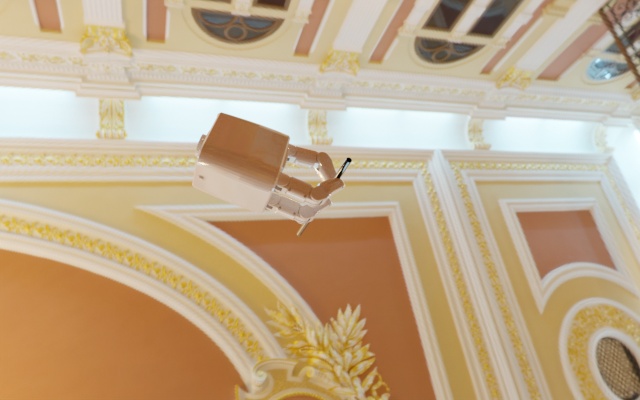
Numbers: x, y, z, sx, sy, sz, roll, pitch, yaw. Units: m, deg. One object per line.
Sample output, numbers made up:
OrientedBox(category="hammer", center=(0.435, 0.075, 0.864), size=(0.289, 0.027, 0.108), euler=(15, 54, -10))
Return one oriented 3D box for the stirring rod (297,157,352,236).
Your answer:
OrientedBox(category="stirring rod", center=(0.000, 0.002, 0.722), size=(0.011, 0.011, 0.240), euler=(0, -27, -20))
